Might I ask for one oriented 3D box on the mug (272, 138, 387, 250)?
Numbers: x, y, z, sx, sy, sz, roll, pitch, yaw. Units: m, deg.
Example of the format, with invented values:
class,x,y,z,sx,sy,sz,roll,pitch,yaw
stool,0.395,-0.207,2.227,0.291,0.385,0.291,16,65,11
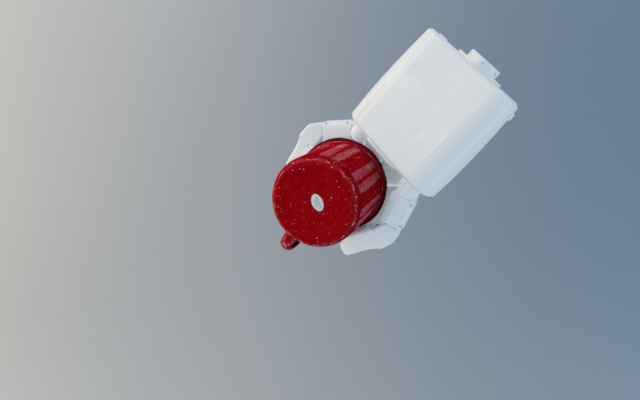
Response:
class,x,y,z,sx,sy,sz,roll,pitch,yaw
mug,-0.001,0.002,0.443,0.093,0.117,0.081,43,23,5
